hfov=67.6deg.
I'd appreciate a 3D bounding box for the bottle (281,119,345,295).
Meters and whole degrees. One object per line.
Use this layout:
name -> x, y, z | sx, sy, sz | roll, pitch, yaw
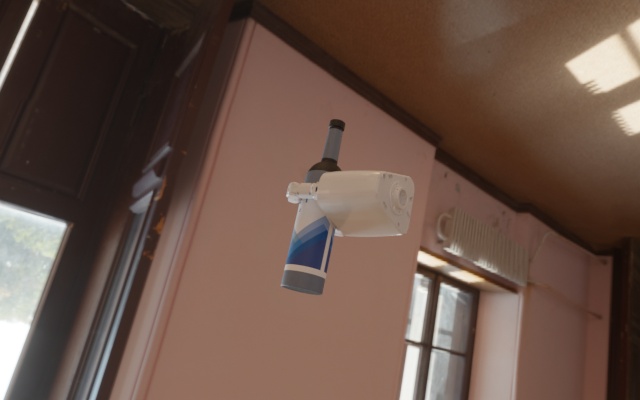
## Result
bottle -> 0.000, 0.003, 0.786 | 0.069, 0.295, 0.069 | 11, -17, 3
